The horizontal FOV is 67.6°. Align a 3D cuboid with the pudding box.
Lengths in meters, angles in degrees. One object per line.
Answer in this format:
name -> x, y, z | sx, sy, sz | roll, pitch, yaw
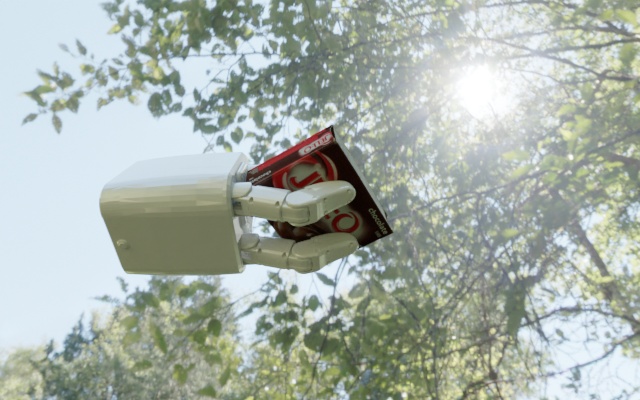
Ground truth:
pudding box -> 0.000, 0.001, 0.428 | 0.090, 0.113, 0.039 | -27, 33, 15
